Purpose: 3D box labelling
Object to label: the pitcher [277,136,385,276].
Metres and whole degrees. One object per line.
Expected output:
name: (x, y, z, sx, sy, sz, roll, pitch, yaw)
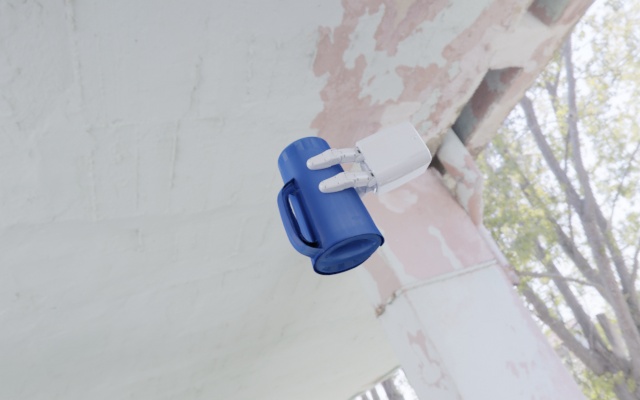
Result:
pitcher: (0.000, 0.003, 0.863, 0.145, 0.242, 0.149, -25, -29, 0)
